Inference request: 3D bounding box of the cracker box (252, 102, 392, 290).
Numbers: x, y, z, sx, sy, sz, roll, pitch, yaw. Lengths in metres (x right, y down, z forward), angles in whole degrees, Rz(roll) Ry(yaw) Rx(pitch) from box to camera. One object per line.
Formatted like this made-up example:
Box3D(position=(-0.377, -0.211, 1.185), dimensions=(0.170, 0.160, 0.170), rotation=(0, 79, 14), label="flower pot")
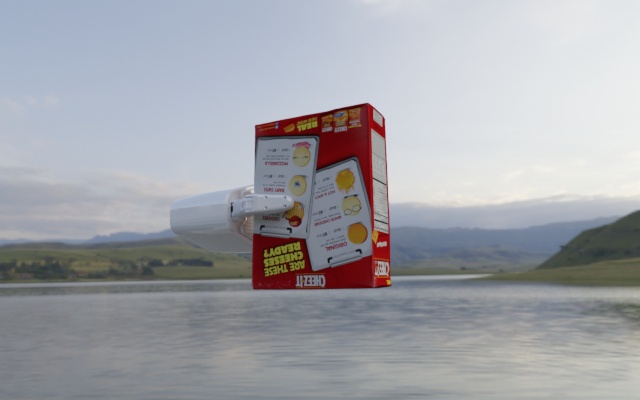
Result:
Box3D(position=(0.000, 0.002, 0.594), dimensions=(0.164, 0.213, 0.072), rotation=(-6, -11, 28), label="cracker box")
